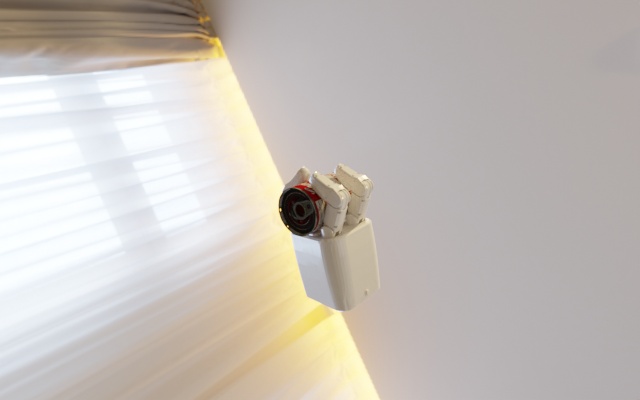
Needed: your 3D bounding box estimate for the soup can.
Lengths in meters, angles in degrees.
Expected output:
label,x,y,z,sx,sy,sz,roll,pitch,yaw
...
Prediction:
label,x,y,z,sx,sy,sz,roll,pitch,yaw
soup can,0.000,0.002,0.668,0.068,0.068,0.102,0,16,41
